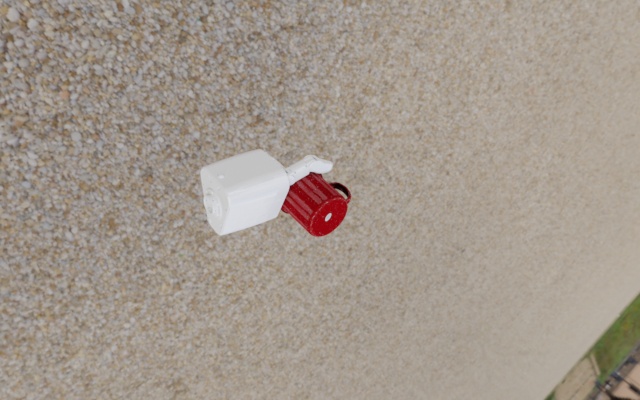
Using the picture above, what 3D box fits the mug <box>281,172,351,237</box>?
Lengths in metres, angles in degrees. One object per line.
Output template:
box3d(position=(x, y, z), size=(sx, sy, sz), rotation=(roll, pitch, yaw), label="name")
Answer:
box3d(position=(0.001, 0.002, 0.797), size=(0.117, 0.093, 0.081), rotation=(-21, 47, -32), label="mug")
